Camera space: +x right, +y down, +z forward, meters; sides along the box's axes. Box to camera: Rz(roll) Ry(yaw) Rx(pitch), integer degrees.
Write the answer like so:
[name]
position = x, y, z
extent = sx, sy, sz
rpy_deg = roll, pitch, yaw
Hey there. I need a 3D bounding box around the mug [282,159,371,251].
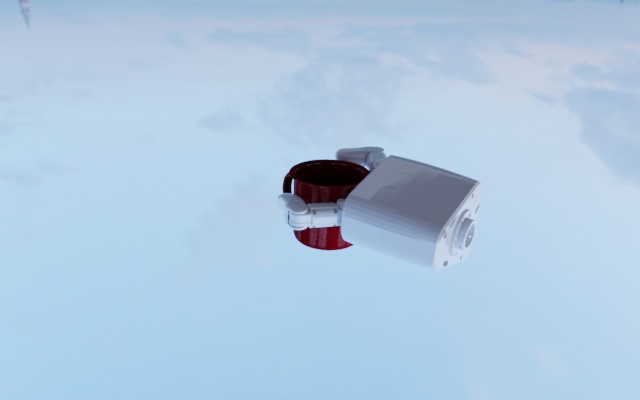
[mug]
position = -0.001, 0.002, 0.559
extent = 0.117, 0.081, 0.093
rpy_deg = 19, 28, 33
